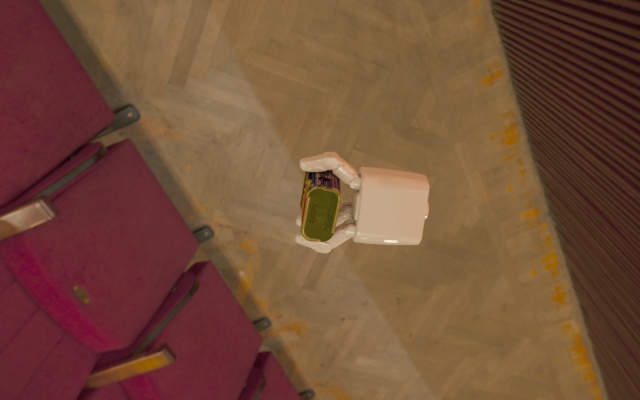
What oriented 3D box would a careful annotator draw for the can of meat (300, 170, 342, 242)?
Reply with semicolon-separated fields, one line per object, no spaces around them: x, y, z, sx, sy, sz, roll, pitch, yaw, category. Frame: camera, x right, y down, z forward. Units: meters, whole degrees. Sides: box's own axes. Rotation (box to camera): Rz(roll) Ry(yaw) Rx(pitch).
0.000;0.003;0.742;0.057;0.102;0.084;7;30;-6;can of meat
